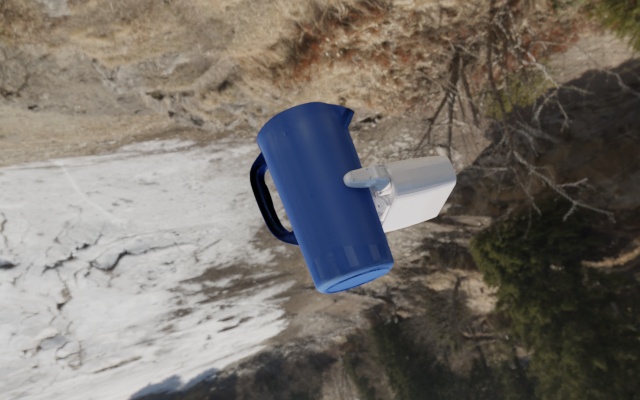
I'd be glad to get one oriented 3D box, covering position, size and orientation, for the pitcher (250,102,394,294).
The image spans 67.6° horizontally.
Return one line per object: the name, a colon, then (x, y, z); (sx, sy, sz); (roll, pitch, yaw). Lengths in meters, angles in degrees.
pitcher: (0.000, 0.002, 0.661); (0.145, 0.242, 0.149); (-13, -20, -20)
